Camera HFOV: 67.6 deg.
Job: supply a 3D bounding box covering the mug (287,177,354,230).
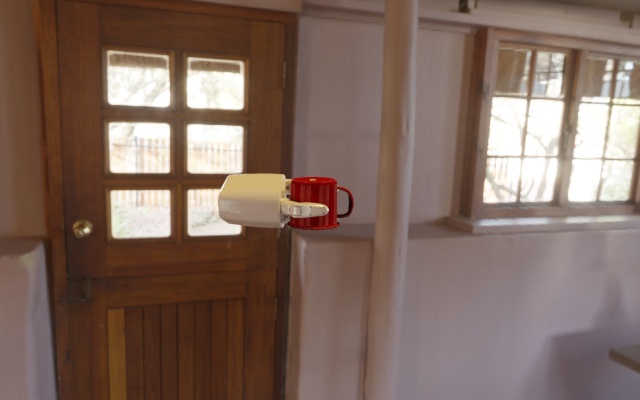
[{"bbox_3d":[0.002,0.003,0.835,0.117,0.081,0.093,1,9,-2],"label":"mug"}]
